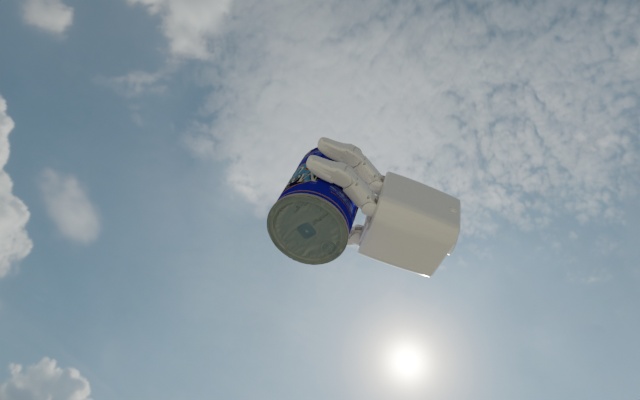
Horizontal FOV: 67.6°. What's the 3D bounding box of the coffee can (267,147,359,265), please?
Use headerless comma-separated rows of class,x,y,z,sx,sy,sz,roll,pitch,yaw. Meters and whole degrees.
coffee can,0.000,0.002,0.634,0.103,0.103,0.140,0,31,17
